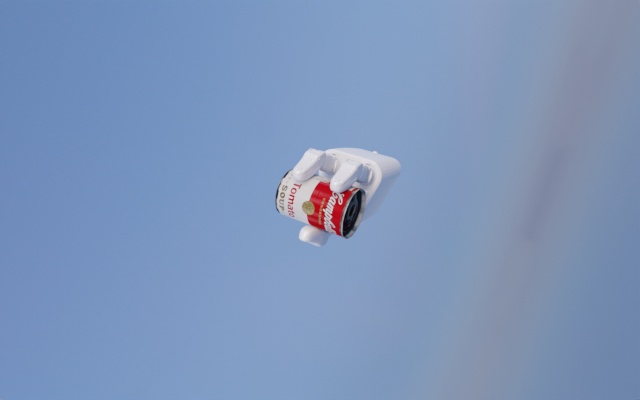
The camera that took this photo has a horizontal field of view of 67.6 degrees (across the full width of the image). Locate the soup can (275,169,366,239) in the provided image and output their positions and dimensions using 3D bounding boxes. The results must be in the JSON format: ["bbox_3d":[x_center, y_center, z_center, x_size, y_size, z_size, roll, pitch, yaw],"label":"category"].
[{"bbox_3d":[0.000,0.002,0.632,0.102,0.068,0.068,19,8,24],"label":"soup can"}]
